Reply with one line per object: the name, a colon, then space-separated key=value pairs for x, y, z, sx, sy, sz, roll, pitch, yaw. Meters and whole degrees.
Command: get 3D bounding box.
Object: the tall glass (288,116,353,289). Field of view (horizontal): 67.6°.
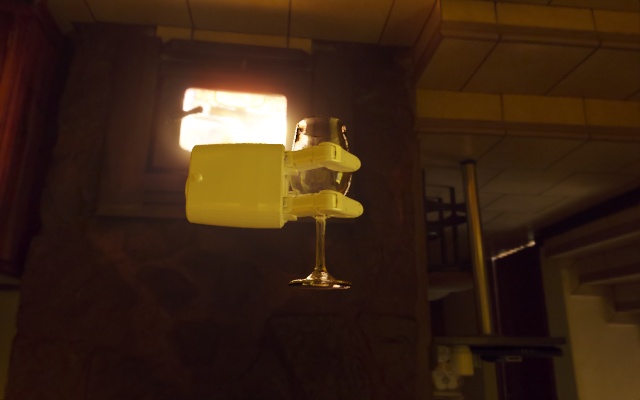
tall glass: x=0.000 y=0.003 z=0.575 sx=0.079 sy=0.201 sz=0.079 roll=1 pitch=-16 yaw=0
